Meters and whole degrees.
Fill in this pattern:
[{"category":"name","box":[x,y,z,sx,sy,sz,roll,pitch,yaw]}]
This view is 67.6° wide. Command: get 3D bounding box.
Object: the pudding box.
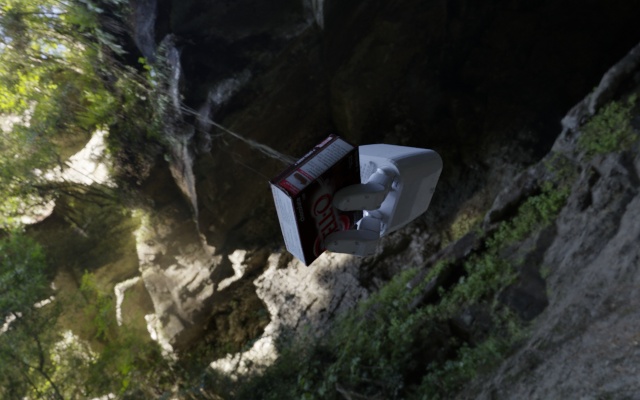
[{"category":"pudding box","box":[0.000,0.001,0.487,0.039,0.114,0.090,32,60,33]}]
